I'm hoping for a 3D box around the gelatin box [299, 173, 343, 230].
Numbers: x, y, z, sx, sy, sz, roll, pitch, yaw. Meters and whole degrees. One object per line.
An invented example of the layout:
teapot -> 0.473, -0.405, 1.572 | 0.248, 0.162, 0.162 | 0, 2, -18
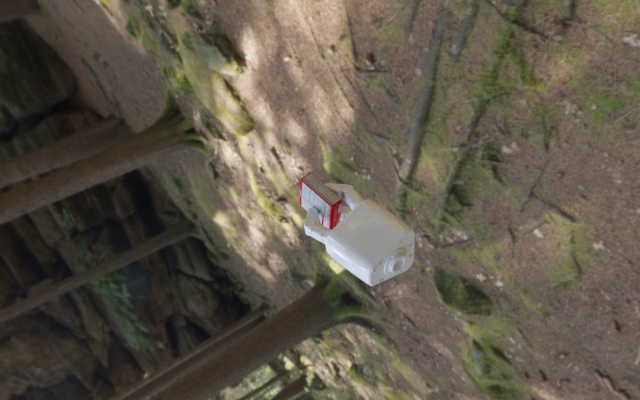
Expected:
gelatin box -> 0.000, 0.003, 0.878 | 0.030, 0.073, 0.089 | -34, 60, -27
